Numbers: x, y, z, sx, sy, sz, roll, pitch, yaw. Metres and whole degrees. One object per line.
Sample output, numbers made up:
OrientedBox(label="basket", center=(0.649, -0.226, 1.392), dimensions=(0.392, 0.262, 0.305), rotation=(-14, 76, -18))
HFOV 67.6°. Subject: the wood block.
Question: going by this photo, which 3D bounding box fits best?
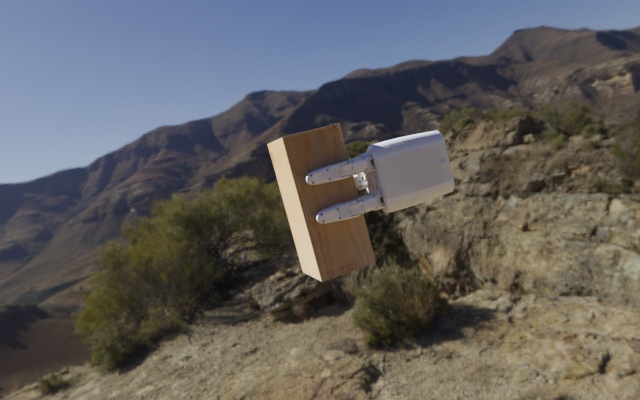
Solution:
OrientedBox(label="wood block", center=(0.000, 0.002, 0.703), dimensions=(0.090, 0.206, 0.091), rotation=(-17, 6, -18))
